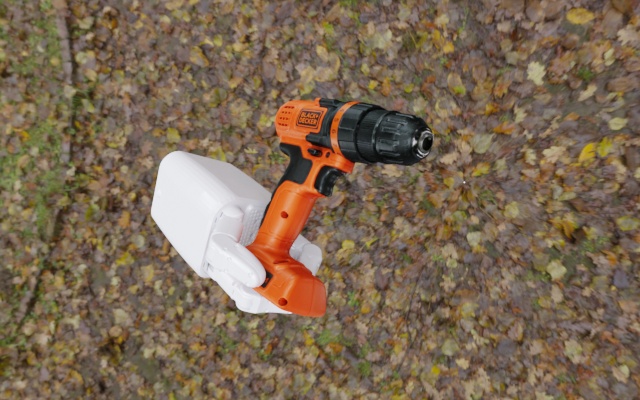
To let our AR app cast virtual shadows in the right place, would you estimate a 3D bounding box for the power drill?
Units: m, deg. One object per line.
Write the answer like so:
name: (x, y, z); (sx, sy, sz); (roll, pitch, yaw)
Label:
power drill: (0.000, 0.002, 0.423); (0.057, 0.187, 0.184); (23, -2, -38)
